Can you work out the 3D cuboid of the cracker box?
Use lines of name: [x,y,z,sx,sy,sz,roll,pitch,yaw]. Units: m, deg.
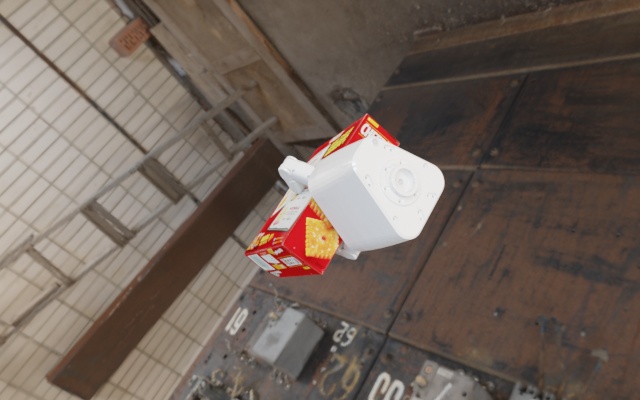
cracker box: [0.000,0.002,0.660,0.072,0.213,0.164,39,-24,-13]
